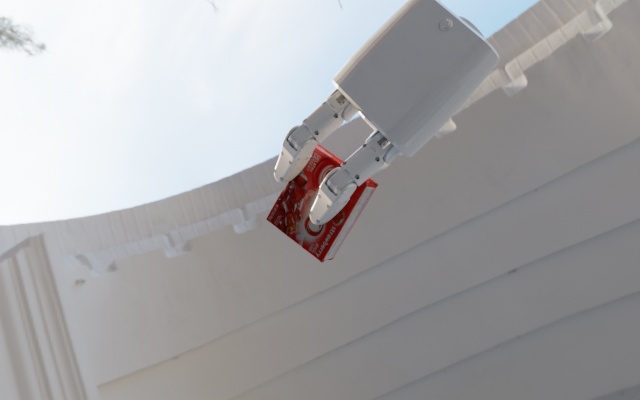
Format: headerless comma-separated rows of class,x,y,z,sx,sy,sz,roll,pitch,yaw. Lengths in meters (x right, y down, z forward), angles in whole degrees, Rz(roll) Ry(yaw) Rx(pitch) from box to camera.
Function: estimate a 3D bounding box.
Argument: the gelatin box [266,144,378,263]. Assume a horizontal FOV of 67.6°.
gelatin box,0.000,0.002,0.455,0.073,0.089,0.030,35,14,22
